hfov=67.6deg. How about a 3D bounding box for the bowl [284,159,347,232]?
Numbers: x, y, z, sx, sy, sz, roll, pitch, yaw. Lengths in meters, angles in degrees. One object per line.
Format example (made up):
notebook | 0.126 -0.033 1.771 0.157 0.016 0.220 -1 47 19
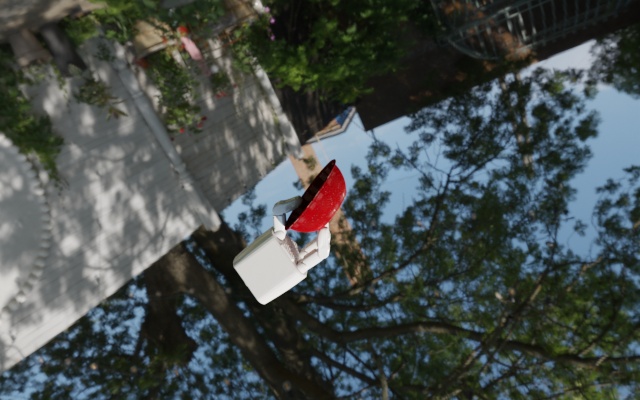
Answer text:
bowl | 0.001 0.002 0.889 0.055 0.162 0.162 35 -6 -8
